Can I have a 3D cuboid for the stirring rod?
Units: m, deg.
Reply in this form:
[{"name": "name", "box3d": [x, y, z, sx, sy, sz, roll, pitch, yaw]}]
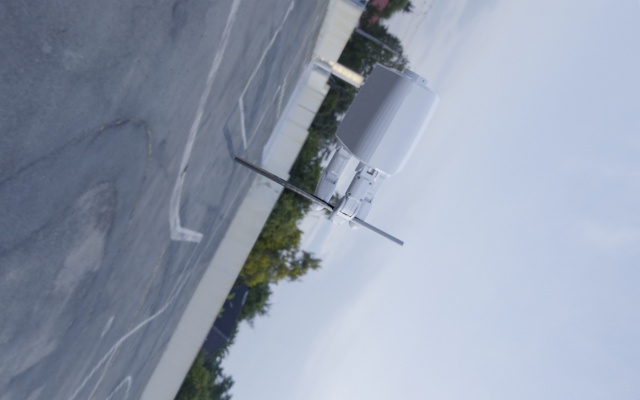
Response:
[{"name": "stirring rod", "box3d": [0.000, 0.002, 0.606, 0.239, 0.011, 0.011, 27, -3, -7]}]
